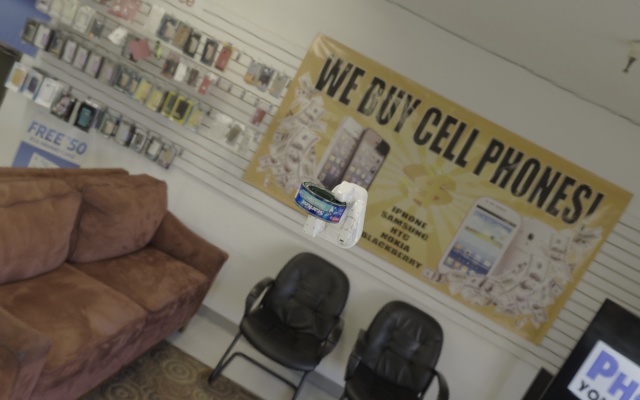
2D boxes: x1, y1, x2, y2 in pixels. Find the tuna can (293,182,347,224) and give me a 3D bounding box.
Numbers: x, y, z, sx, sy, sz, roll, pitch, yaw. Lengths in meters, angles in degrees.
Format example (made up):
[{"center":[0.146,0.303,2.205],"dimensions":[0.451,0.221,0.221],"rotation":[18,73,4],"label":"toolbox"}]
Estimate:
[{"center":[0.000,0.002,0.791],"dimensions":[0.086,0.034,0.086],"rotation":[26,13,-6],"label":"tuna can"}]
